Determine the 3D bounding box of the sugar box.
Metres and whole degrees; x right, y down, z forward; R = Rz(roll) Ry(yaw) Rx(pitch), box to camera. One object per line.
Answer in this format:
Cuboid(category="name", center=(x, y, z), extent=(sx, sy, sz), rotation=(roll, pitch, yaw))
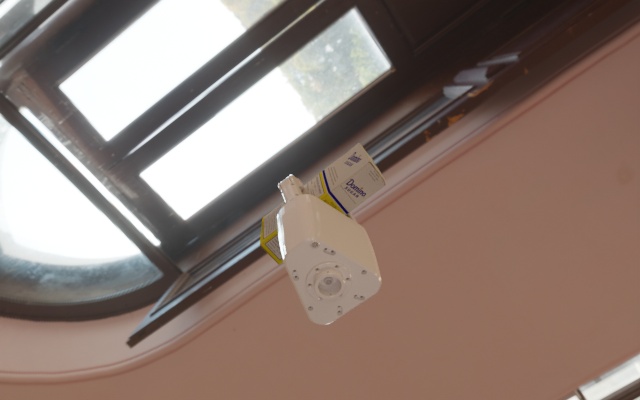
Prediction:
Cuboid(category="sugar box", center=(0.000, 0.003, 0.638), extent=(0.176, 0.048, 0.093), rotation=(-35, 21, 10))
